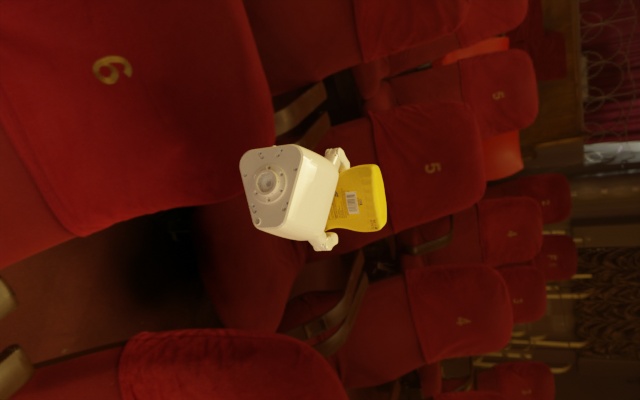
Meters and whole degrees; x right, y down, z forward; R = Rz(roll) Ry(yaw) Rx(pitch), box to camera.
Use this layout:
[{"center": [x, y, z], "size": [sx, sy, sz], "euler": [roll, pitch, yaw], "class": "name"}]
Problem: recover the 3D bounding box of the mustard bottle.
[{"center": [0.000, 0.002, 0.728], "size": [0.191, 0.096, 0.058], "euler": [-5, 12, 24], "class": "mustard bottle"}]
